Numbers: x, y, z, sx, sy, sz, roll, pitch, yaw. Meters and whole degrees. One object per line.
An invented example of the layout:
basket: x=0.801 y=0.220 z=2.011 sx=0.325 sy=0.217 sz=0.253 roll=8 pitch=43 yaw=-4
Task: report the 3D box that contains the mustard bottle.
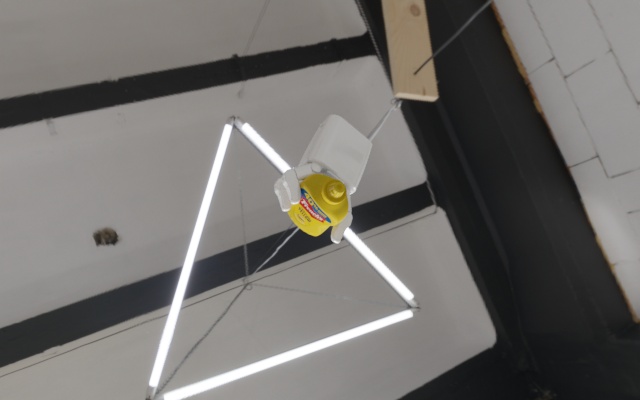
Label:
mustard bottle: x=0.000 y=0.003 z=0.837 sx=0.058 sy=0.096 sz=0.192 roll=-39 pitch=1 yaw=-24
